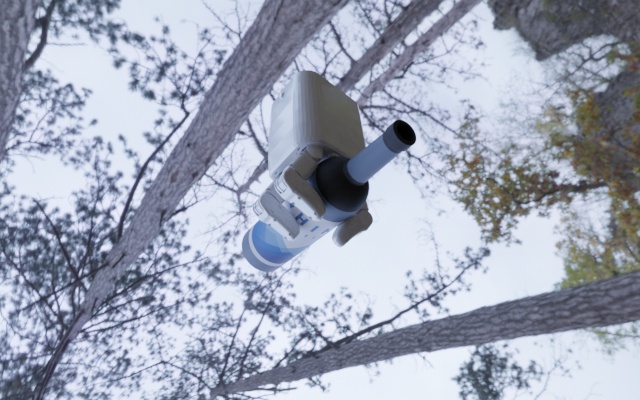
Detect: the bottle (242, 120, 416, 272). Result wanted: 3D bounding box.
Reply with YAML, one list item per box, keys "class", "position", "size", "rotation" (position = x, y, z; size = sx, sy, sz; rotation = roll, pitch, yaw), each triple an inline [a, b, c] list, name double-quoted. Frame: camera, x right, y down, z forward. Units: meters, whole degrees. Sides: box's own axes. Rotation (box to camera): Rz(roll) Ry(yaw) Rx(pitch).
- class: "bottle"
  position: [0.000, 0.002, 0.540]
  size: [0.069, 0.069, 0.296]
  rotation: [0, -26, -35]
